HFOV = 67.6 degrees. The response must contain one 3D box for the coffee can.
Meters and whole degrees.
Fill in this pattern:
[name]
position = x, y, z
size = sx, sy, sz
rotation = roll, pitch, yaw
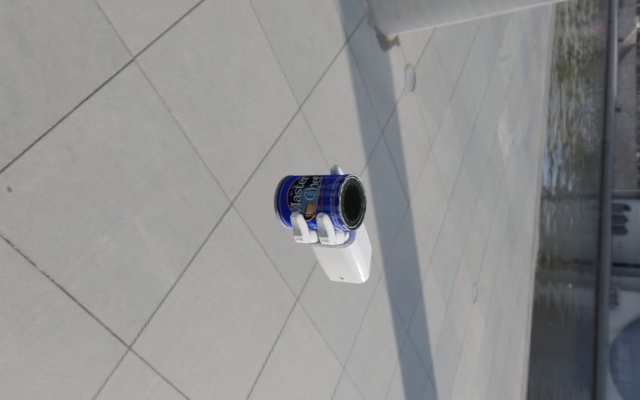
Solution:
[coffee can]
position = 0.000, 0.003, 0.880
size = 0.140, 0.103, 0.103
rotation = 1, 0, 32
